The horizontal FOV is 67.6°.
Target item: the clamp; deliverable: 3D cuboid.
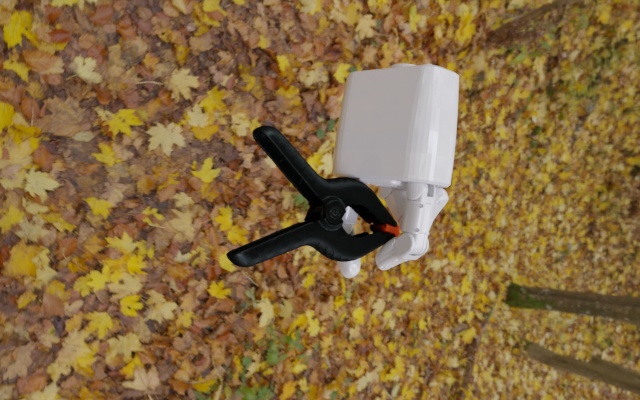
[{"bbox_3d":[0.001,0.002,0.435,0.171,0.120,0.039,6,1,-34],"label":"clamp"}]
